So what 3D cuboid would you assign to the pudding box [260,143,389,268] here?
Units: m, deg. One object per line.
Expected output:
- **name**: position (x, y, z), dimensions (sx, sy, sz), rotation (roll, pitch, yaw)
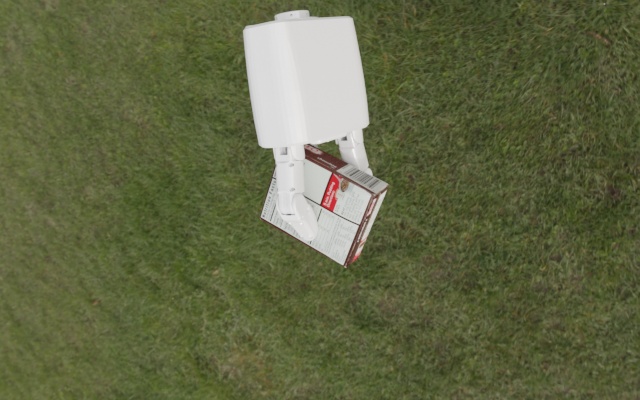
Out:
- **pudding box**: position (0.000, 0.002, 0.485), dimensions (0.113, 0.090, 0.039), rotation (29, 28, 20)
